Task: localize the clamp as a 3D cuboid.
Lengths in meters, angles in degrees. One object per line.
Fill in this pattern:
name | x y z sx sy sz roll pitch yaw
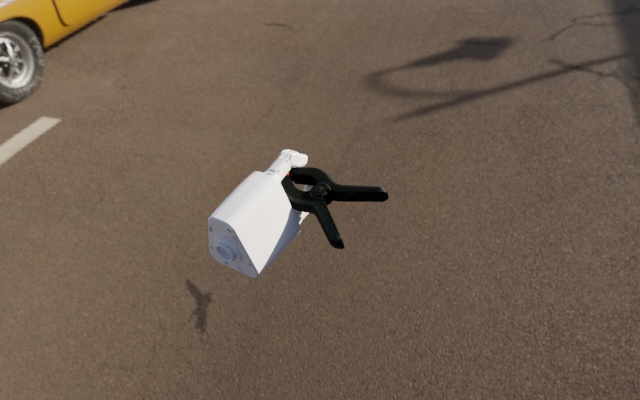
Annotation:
clamp | 0.000 0.002 0.703 0.171 0.039 0.120 19 49 26
